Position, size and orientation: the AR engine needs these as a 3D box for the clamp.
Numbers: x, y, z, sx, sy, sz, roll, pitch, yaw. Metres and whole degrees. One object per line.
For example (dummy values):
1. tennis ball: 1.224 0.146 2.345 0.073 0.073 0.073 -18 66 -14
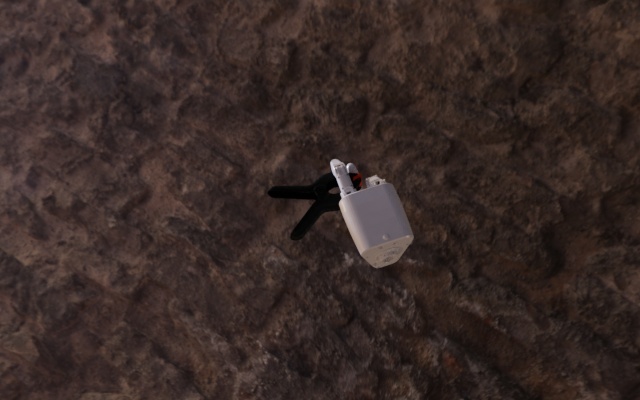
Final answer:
1. clamp: 0.000 0.003 0.850 0.171 0.120 0.039 -18 -29 -4
